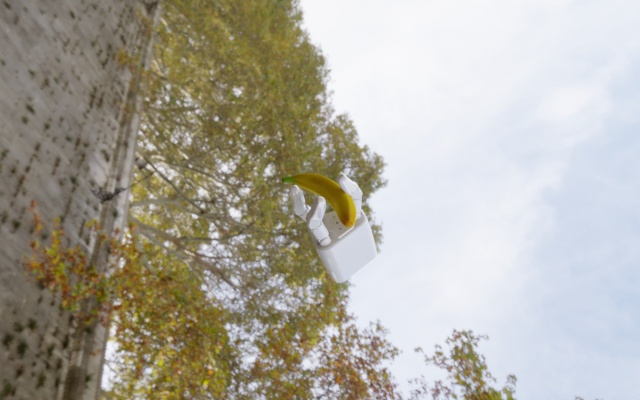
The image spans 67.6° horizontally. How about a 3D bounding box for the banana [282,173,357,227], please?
[{"bbox_3d":[0.012,-0.008,0.876,0.069,0.037,0.197,-33,42,-25],"label":"banana"}]
